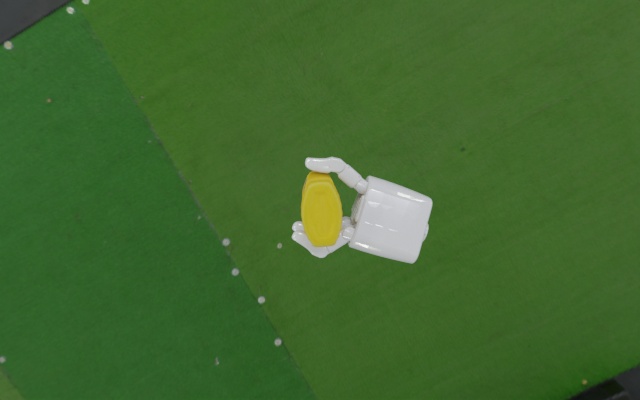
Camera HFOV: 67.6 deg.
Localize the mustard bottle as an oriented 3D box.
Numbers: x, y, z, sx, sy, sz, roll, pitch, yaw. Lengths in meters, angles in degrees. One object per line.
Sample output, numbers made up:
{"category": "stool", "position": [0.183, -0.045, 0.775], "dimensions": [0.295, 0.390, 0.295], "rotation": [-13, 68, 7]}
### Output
{"category": "mustard bottle", "position": [0.000, 0.002, 0.751], "dimensions": [0.058, 0.096, 0.191], "rotation": [-6, 11, 0]}
